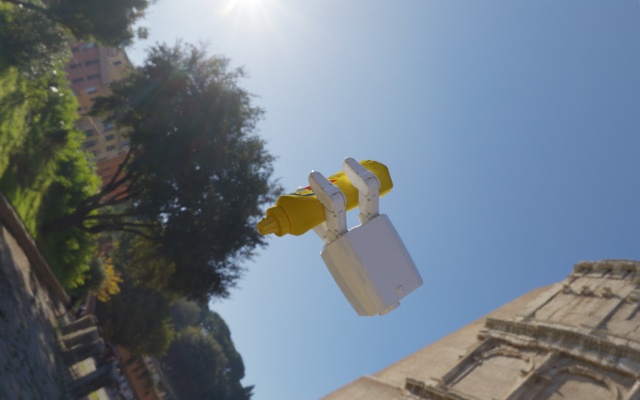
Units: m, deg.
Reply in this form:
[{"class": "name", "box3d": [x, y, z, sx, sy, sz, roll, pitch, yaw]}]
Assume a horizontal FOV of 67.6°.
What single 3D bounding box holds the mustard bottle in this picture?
[{"class": "mustard bottle", "box3d": [0.000, 0.002, 0.651, 0.191, 0.058, 0.096, -25, 14, -28]}]
